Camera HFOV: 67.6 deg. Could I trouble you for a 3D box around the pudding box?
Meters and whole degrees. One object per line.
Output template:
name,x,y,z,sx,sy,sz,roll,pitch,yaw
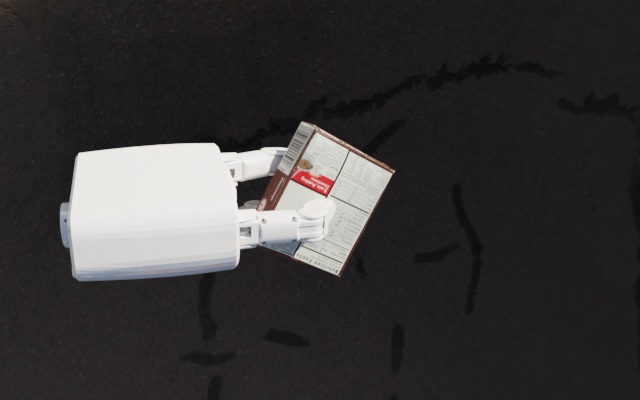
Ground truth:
pudding box,0.000,0.001,0.422,0.090,0.113,0.039,25,7,-27
